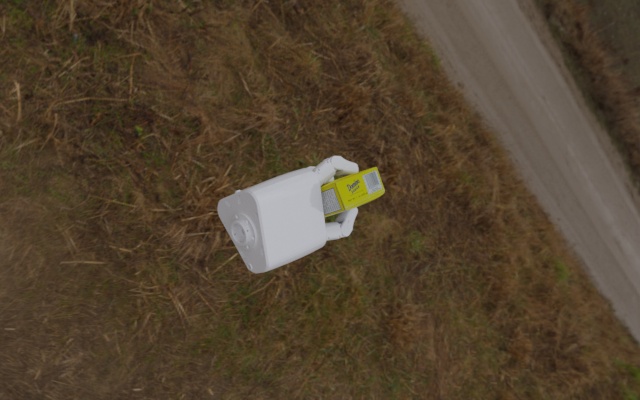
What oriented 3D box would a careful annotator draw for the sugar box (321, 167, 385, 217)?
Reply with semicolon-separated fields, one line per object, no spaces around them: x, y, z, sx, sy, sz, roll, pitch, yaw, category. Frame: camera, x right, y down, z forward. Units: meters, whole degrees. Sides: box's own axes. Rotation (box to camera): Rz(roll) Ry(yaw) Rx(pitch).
0.000;0.002;0.707;0.093;0.048;0.176;-21;3;-44;sugar box
